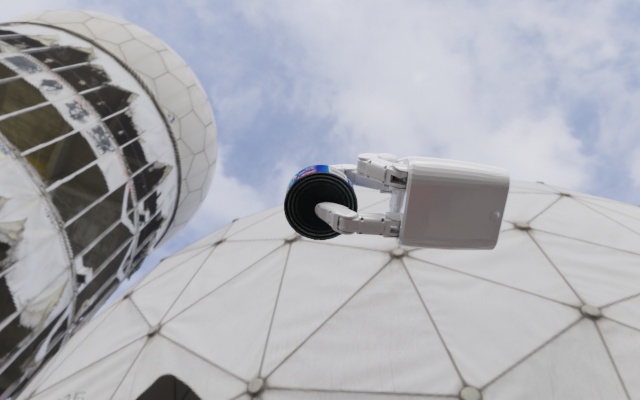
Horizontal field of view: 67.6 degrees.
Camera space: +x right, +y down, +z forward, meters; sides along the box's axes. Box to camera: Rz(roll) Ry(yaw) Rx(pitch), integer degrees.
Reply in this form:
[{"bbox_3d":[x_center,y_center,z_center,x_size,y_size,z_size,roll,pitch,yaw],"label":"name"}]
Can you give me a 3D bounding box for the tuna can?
[{"bbox_3d":[0.000,0.002,0.565,0.086,0.086,0.033,0,23,-1],"label":"tuna can"}]
